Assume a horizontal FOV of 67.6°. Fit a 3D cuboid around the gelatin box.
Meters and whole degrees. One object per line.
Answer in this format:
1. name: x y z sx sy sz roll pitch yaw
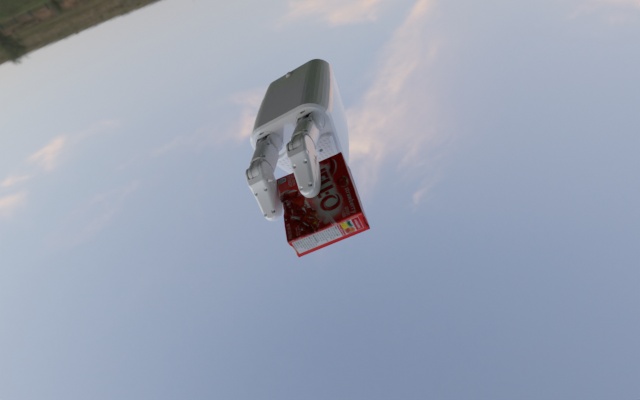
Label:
1. gelatin box: 0.000 0.002 0.458 0.073 0.089 0.030 -22 -45 8
